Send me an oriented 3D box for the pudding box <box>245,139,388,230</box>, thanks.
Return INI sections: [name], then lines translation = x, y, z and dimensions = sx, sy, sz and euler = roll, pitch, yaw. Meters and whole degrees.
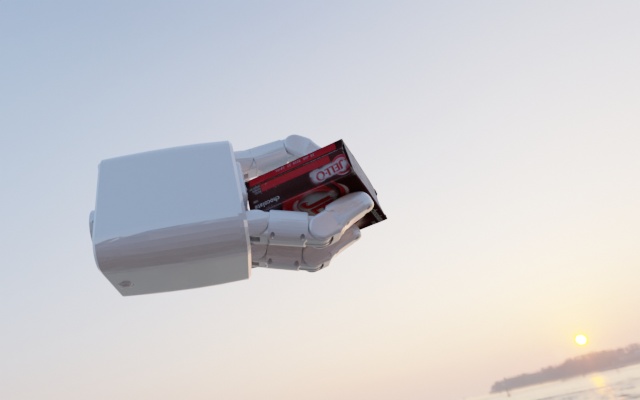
[pudding box]
translation = 0.000, 0.001, 0.415
dimensions = 0.090, 0.039, 0.113
euler = -22, -25, 13
